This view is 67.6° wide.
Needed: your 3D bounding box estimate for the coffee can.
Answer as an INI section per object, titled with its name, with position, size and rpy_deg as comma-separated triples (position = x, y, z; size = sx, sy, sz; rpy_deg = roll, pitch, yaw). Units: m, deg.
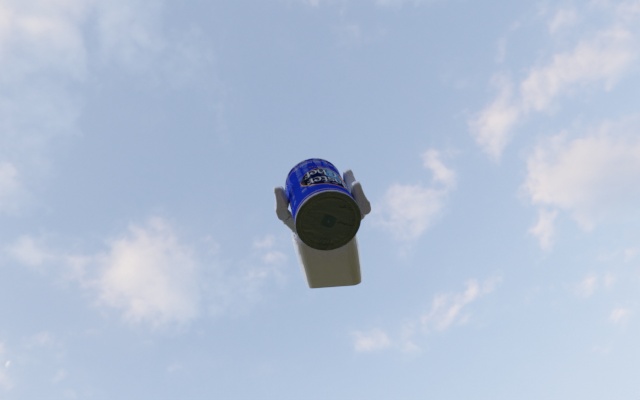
[coffee can]
position = 0.000, 0.002, 0.784
size = 0.103, 0.103, 0.140
rpy_deg = 0, 26, -11
